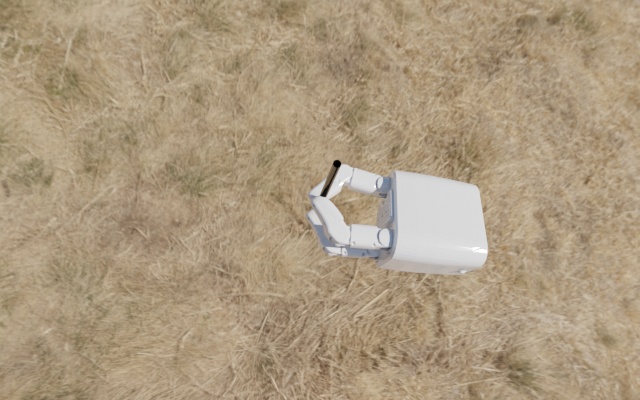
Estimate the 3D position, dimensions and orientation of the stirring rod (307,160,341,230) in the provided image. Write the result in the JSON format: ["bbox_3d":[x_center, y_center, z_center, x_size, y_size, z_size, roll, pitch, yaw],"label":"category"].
[{"bbox_3d":[0.000,0.002,0.549,0.011,0.011,0.240,0,-17,-8],"label":"stirring rod"}]
